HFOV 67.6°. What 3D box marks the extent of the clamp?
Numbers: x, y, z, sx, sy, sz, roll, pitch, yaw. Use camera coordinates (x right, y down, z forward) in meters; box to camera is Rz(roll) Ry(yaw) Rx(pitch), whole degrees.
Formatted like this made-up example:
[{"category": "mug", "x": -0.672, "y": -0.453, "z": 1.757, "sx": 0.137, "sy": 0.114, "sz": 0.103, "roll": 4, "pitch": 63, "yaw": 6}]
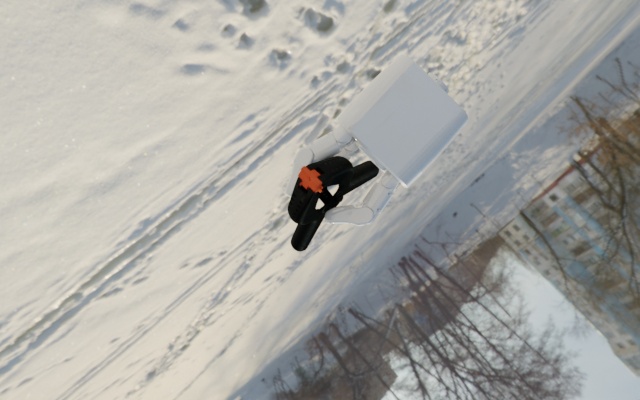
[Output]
[{"category": "clamp", "x": 0.001, "y": 0.002, "z": 0.585, "sx": 0.036, "sy": 0.164, "sz": 0.210, "roll": 43, "pitch": 7, "yaw": 13}]
